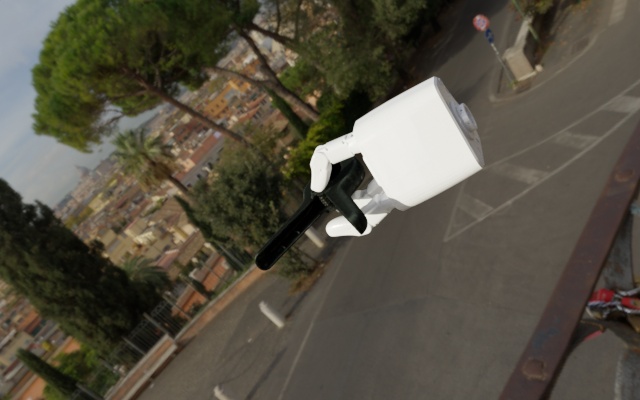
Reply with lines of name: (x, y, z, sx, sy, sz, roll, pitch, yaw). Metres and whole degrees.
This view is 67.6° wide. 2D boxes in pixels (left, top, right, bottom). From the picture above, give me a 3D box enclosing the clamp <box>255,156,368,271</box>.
clamp: (0.000, 0.001, 0.621, 0.164, 0.036, 0.209, -27, 25, 27)
